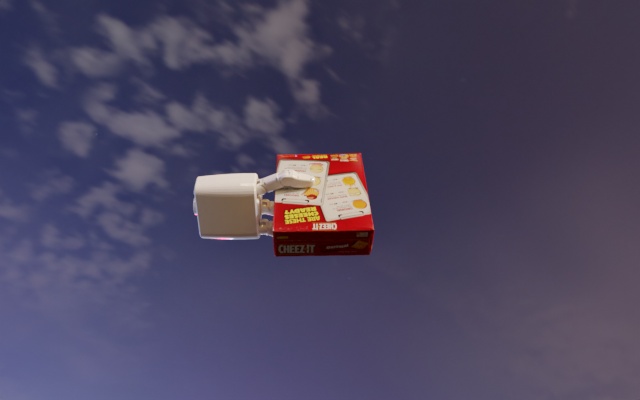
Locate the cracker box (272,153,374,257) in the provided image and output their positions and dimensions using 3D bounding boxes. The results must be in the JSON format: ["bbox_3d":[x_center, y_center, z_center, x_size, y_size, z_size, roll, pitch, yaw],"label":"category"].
[{"bbox_3d":[0.000,0.003,0.854,0.164,0.072,0.213,-1,41,-2],"label":"cracker box"}]
